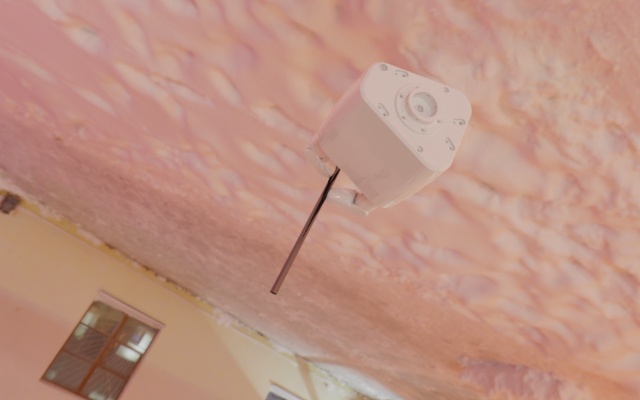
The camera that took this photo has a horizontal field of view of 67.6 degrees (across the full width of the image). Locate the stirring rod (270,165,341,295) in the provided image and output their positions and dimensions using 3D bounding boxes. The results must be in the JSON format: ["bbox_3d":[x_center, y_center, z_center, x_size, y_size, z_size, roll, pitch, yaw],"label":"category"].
[{"bbox_3d":[0.000,0.002,0.560,0.011,0.239,0.011,23,-24,11],"label":"stirring rod"}]
